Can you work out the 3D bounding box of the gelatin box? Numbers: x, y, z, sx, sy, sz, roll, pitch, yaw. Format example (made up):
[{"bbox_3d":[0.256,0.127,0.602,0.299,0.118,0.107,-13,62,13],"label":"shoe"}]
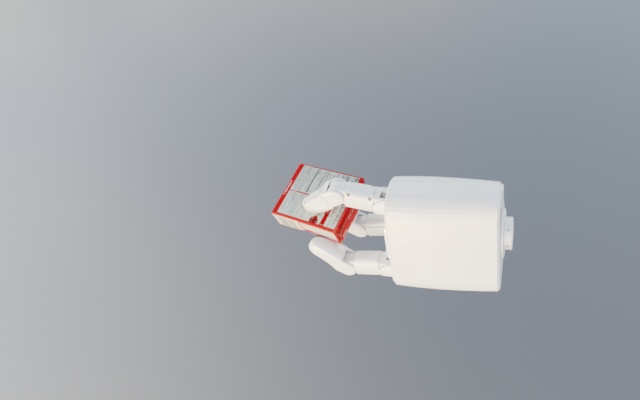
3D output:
[{"bbox_3d":[0.000,0.001,0.546,0.089,0.073,0.030,16,-25,29],"label":"gelatin box"}]
